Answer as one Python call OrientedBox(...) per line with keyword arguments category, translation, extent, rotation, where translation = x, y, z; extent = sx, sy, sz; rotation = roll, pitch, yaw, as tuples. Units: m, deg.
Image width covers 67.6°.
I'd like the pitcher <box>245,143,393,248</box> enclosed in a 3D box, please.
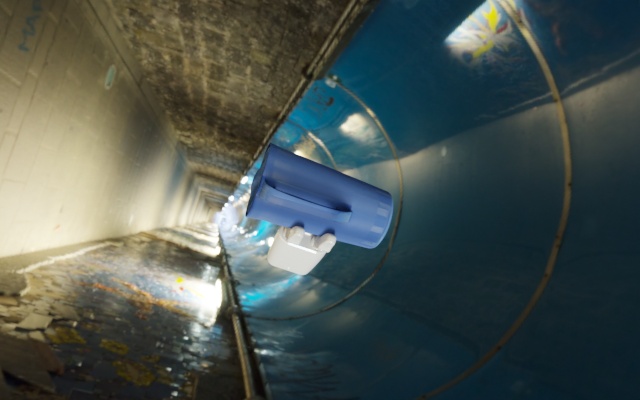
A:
OrientedBox(category="pitcher", translation=(0.000, 0.003, 0.826), extent=(0.243, 0.149, 0.145), rotation=(18, -37, -11))
